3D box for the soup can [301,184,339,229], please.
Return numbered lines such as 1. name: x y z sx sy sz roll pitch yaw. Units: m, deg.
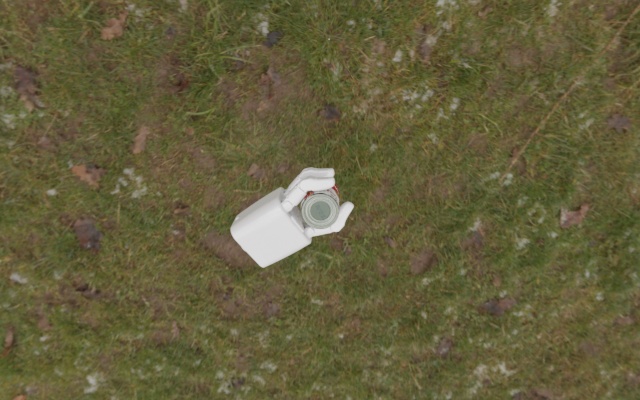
1. soup can: 0.001 0.003 0.862 0.068 0.068 0.102 0 19 1
